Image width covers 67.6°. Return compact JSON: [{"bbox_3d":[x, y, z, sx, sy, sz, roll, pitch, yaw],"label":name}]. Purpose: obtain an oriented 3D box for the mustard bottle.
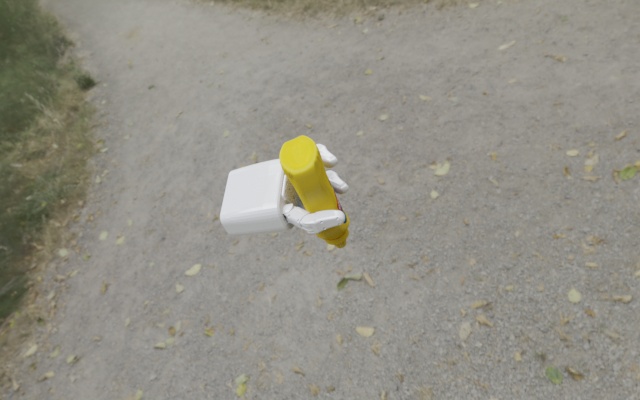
[{"bbox_3d":[0.000,0.002,0.722,0.058,0.192,0.096,-24,36,2],"label":"mustard bottle"}]
